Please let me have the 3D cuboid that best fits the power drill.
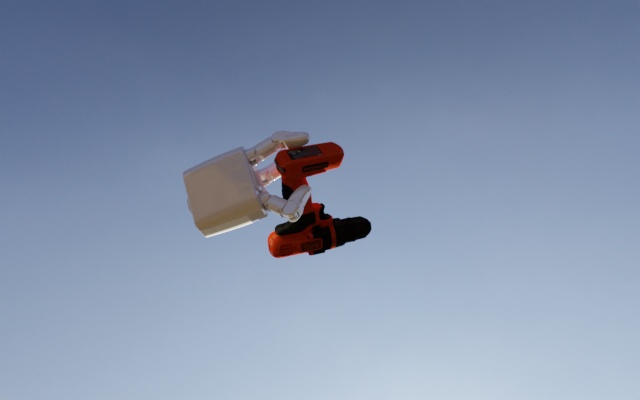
[{"bbox_3d":[0.000,0.002,0.781,0.184,0.188,0.057,-12,31,-17],"label":"power drill"}]
